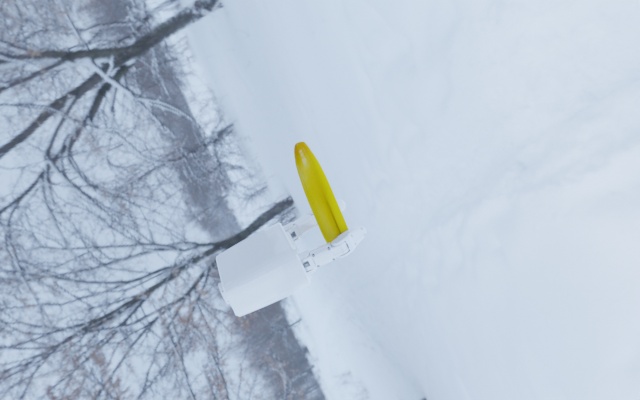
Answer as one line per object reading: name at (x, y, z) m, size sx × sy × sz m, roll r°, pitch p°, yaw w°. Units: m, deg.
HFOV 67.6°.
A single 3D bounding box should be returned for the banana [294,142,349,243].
banana at (0.007, 0.013, 0.661) m, size 0.037 × 0.198 × 0.069 m, roll -26°, pitch 33°, yaw -4°
